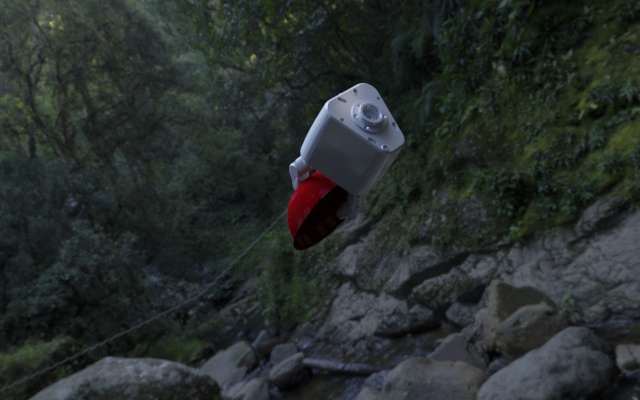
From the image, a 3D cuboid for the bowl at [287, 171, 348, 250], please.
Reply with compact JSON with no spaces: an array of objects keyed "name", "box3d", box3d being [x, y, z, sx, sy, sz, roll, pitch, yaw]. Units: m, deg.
[{"name":"bowl","box3d":[-0.001,0.003,0.758,0.055,0.162,0.162,43,17,19]}]
